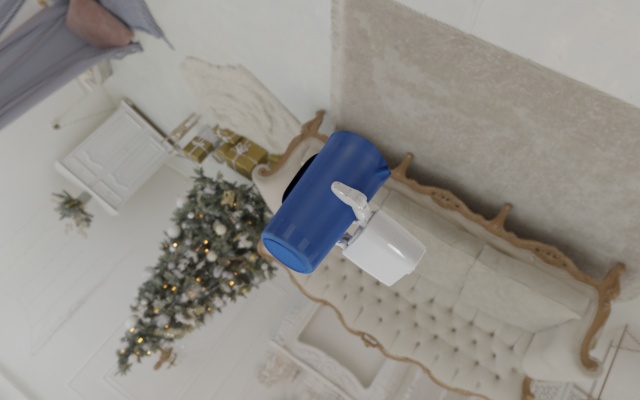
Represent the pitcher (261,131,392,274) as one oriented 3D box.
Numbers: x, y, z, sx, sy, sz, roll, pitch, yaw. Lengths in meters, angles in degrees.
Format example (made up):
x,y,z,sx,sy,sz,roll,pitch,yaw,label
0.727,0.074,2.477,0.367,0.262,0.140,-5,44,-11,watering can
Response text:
x,y,z,sx,sy,sz,roll,pitch,yaw,label
0.000,0.003,0.843,0.145,0.242,0.149,37,-23,1,pitcher
